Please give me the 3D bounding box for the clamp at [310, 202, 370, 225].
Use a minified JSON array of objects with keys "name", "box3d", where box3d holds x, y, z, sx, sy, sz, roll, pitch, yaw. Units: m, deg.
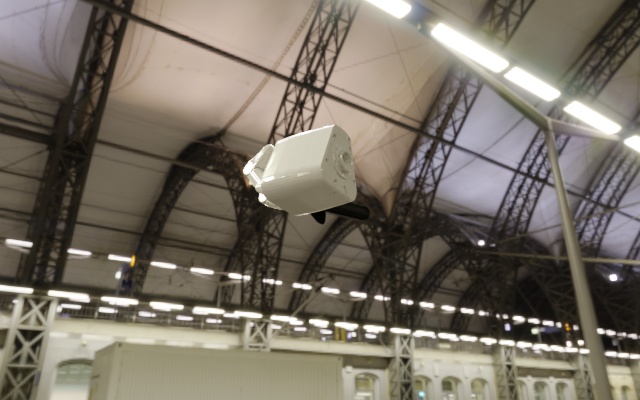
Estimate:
[{"name":"clamp","box3d":[0.000,0.002,0.801,0.120,0.039,0.171,-11,-25,34]}]
